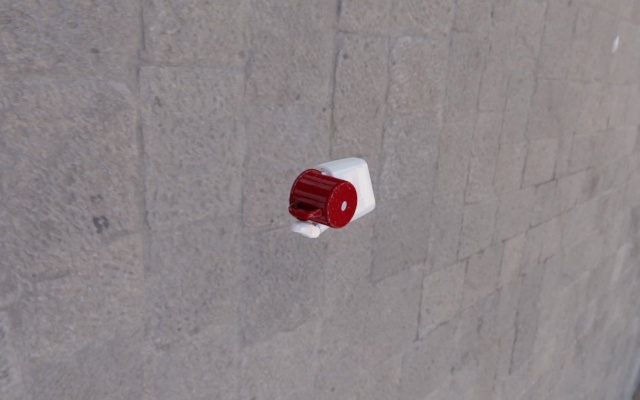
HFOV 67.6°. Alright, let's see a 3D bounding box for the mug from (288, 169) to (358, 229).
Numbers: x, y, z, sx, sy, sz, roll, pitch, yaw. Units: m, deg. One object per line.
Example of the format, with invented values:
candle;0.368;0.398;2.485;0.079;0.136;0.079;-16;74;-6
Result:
mug;-0.001;0.003;0.791;0.081;0.093;0.117;17;28;40
